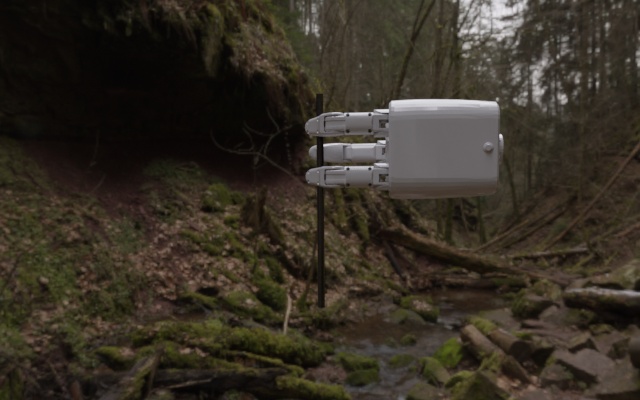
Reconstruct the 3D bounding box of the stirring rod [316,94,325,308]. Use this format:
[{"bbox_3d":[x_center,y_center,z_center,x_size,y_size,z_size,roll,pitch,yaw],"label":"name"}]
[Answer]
[{"bbox_3d":[0.000,0.002,0.539,0.011,0.239,0.011,0,4,0],"label":"stirring rod"}]
